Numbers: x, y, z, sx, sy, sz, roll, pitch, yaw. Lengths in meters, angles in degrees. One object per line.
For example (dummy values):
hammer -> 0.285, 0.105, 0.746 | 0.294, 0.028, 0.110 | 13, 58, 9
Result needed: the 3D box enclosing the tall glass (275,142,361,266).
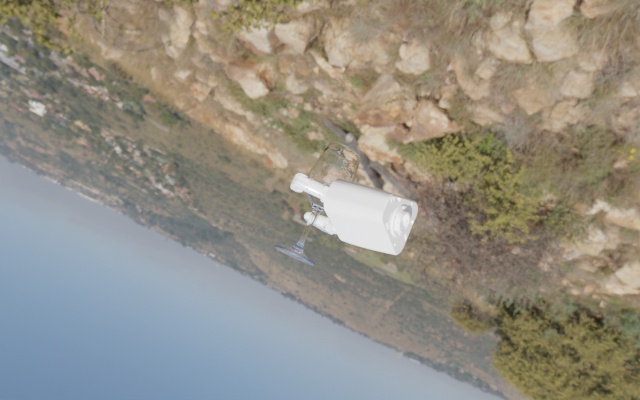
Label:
tall glass -> 0.000, 0.003, 0.799 | 0.079, 0.201, 0.079 | 24, -13, 6
